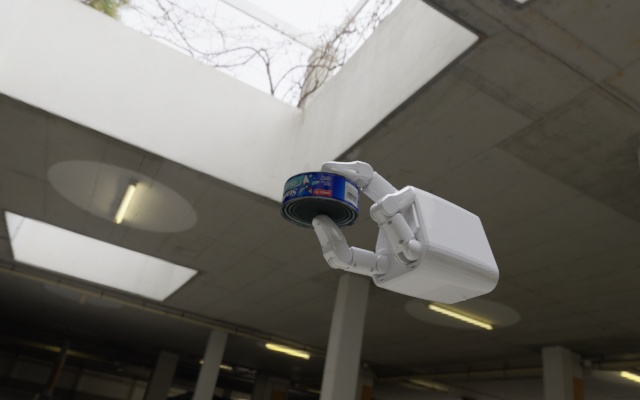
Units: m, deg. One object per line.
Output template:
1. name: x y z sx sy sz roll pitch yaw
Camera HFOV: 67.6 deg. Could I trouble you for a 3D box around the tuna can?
1. tuna can: 0.000 0.001 0.525 0.086 0.033 0.086 4 -25 2
